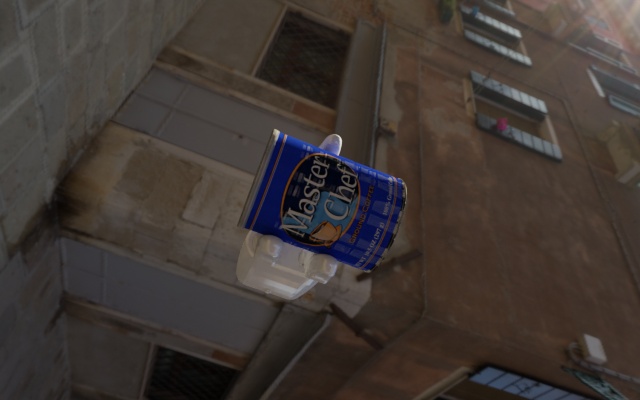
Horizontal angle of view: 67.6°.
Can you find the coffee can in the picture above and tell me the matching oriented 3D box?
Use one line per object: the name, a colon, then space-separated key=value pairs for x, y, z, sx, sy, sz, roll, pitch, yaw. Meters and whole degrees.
coffee can: x=0.000 y=0.001 z=0.479 sx=0.140 sy=0.103 sz=0.103 roll=20 pitch=-3 yaw=-8
